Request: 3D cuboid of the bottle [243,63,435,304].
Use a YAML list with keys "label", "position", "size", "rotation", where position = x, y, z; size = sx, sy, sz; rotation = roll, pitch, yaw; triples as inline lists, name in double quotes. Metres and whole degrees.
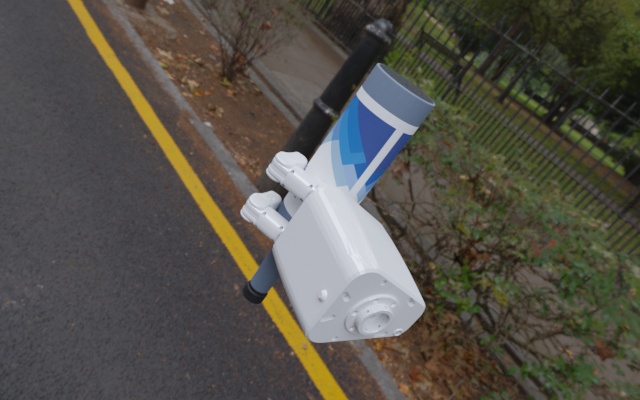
- label: "bottle"
  position: [0.000, 0.001, 0.499]
  size: [0.069, 0.296, 0.069]
  rotation: [29, 24, -15]
